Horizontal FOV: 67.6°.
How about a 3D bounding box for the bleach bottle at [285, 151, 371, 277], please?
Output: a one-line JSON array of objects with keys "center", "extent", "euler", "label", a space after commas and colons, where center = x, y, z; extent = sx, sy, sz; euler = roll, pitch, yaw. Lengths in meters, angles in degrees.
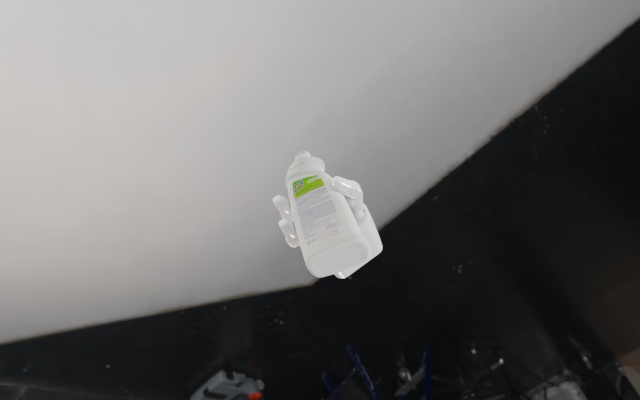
[{"center": [0.000, 0.003, 0.799], "extent": [0.102, 0.250, 0.068], "euler": [-22, -43, 6], "label": "bleach bottle"}]
